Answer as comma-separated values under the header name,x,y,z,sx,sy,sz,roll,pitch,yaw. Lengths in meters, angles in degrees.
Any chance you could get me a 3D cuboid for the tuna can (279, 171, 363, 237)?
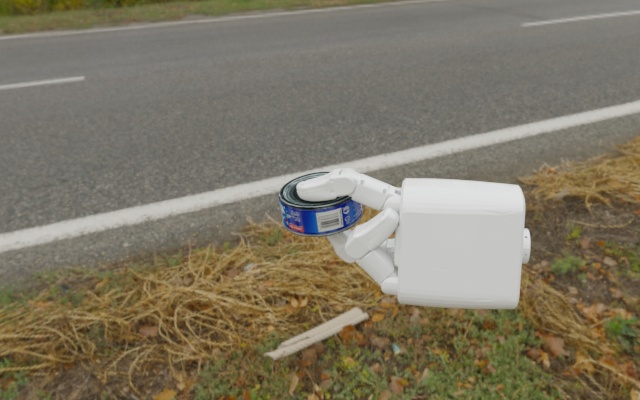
name,x,y,z,sx,sy,sz,roll,pitch,yaw
tuna can,0.000,0.001,0.496,0.086,0.034,0.086,-6,27,3
